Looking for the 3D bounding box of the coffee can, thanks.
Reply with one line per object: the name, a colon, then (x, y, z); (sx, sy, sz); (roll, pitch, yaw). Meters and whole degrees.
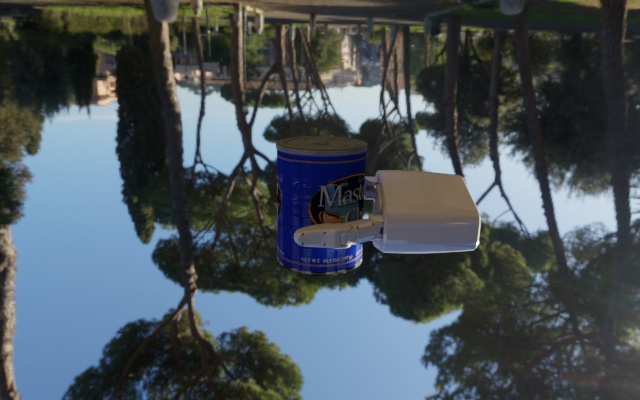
coffee can: (0.000, 0.002, 0.554); (0.103, 0.140, 0.102); (1, 16, 0)
